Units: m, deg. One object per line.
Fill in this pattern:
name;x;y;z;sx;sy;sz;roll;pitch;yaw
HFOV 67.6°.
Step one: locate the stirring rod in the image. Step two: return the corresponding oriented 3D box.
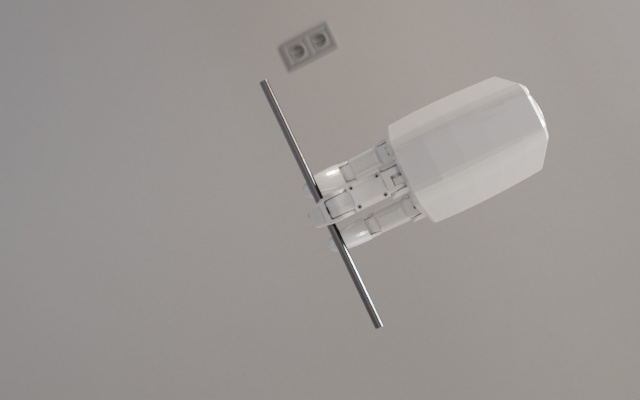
stirring rod;0.000;0.001;0.423;0.011;0.239;0.011;-25;-3;-2
